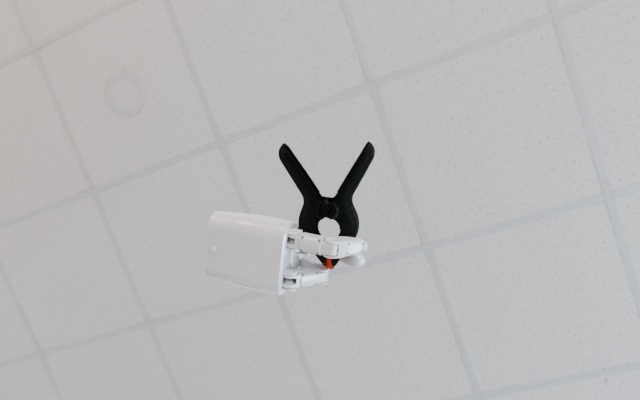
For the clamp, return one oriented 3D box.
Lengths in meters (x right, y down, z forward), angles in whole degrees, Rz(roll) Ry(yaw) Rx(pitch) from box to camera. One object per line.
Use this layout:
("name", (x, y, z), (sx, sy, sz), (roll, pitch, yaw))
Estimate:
("clamp", (0.000, 0.002, 0.617), (0.120, 0.171, 0.039), (10, 13, 11))
